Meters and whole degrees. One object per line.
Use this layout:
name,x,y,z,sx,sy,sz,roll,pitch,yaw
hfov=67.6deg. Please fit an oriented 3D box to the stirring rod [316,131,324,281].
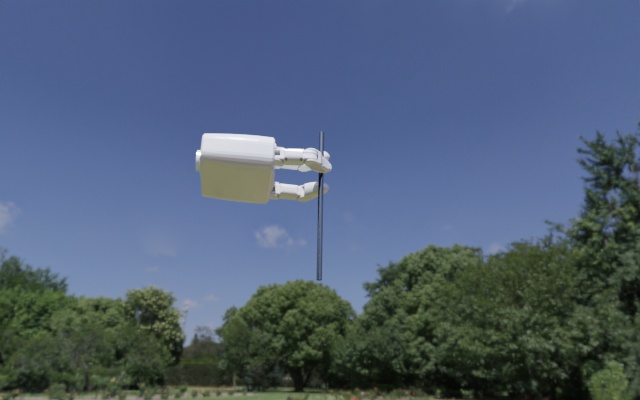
stirring rod,0.000,0.002,0.731,0.011,0.239,0.011,1,-21,0
